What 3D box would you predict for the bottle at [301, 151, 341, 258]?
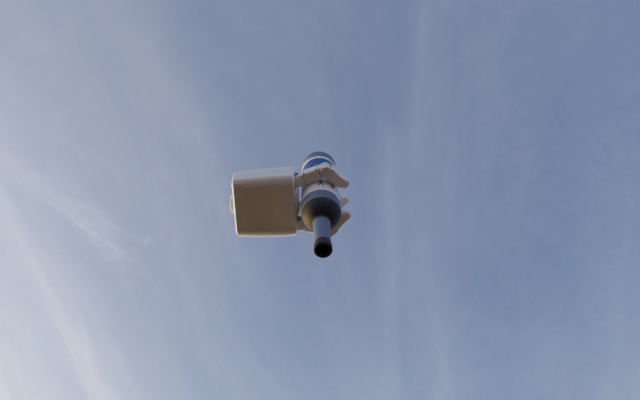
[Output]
[{"bbox_3d":[0.000,0.003,0.813,0.069,0.069,0.295,0,28,-2],"label":"bottle"}]
